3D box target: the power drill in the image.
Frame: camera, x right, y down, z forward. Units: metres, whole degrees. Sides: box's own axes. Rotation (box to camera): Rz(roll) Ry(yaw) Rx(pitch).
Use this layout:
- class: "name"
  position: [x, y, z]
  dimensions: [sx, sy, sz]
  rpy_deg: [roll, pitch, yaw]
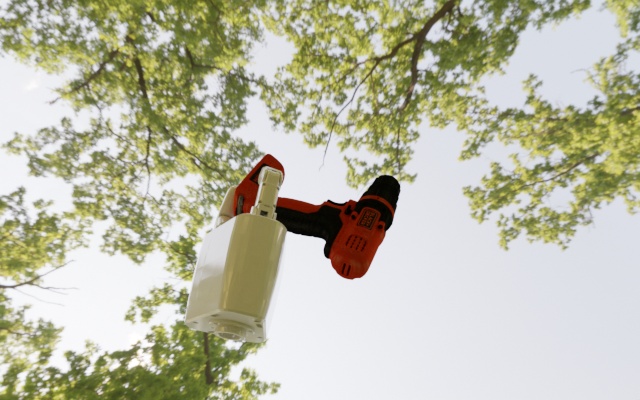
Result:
- class: "power drill"
  position: [0.000, 0.002, 0.604]
  dimensions: [0.187, 0.057, 0.184]
  rpy_deg: [18, 39, 13]
